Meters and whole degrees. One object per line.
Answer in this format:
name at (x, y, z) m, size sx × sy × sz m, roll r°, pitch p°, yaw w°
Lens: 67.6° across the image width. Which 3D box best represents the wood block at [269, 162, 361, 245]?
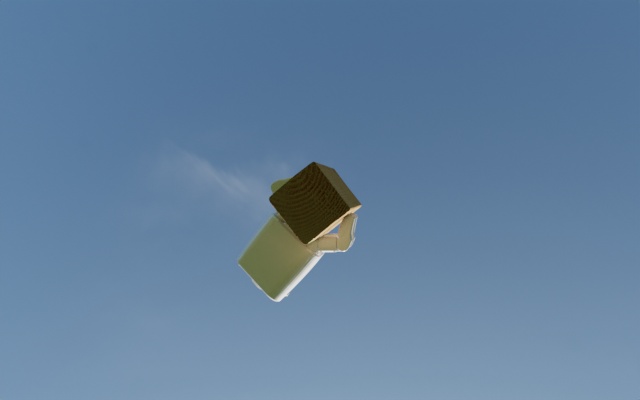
wood block at (0.000, 0.003, 0.787) m, size 0.090 × 0.091 × 0.206 m, roll -39°, pitch -5°, yaw 8°
